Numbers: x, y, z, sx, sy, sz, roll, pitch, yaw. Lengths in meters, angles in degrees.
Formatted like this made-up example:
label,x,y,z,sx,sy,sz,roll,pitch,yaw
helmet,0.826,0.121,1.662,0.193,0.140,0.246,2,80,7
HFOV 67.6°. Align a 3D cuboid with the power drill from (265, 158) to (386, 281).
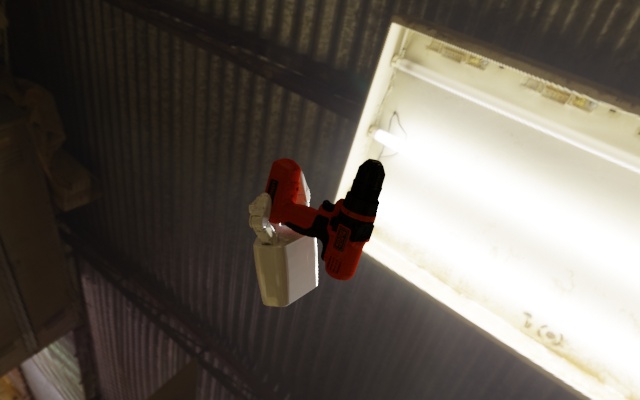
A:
label,x,y,z,sx,sy,sz,roll,pitch,yaw
power drill,0.000,0.002,0.716,0.187,0.184,0.057,29,19,35
